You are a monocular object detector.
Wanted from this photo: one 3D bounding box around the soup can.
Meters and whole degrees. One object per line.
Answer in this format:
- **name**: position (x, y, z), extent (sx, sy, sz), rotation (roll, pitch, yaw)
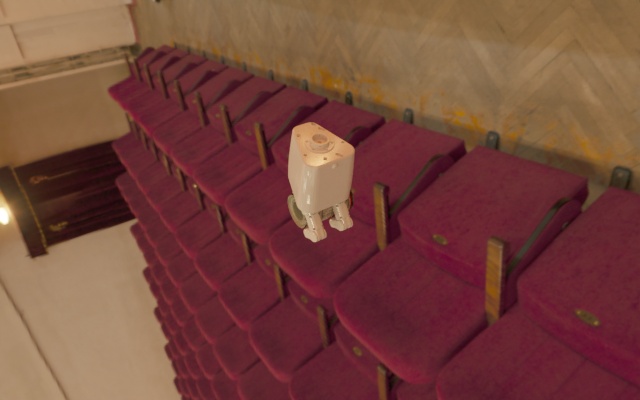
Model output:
- **soup can**: position (0.000, 0.003, 0.871), extent (0.102, 0.068, 0.068), rotation (-22, 9, -24)
